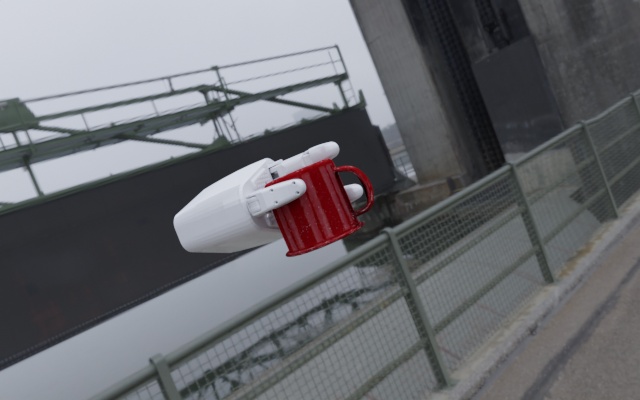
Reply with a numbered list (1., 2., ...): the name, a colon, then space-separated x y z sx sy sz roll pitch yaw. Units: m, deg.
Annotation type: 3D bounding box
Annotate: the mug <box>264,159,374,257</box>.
1. mug: 0.001 0.001 0.514 0.117 0.081 0.093 -21 3 23
